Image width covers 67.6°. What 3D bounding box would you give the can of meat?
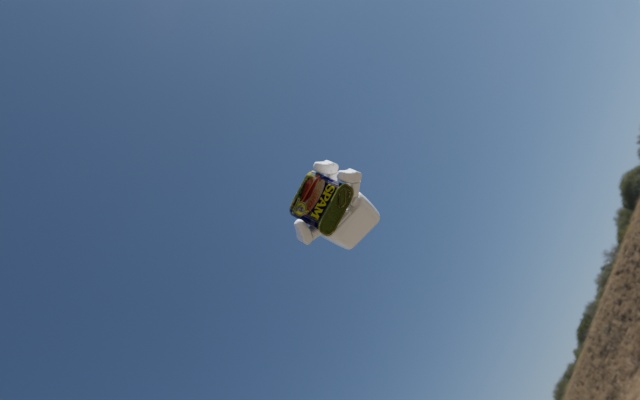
[{"bbox_3d":[0.000,0.003,0.898,0.084,0.102,0.057,26,-4,35],"label":"can of meat"}]
